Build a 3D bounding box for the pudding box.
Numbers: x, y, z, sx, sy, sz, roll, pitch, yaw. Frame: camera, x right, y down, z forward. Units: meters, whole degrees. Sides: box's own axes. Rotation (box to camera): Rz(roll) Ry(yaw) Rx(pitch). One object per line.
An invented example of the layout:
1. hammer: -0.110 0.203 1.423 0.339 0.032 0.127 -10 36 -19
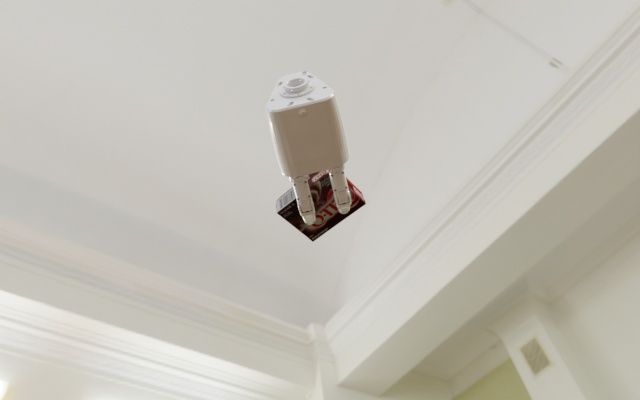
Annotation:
1. pudding box: 0.000 0.002 0.748 0.113 0.039 0.090 -36 -54 18
